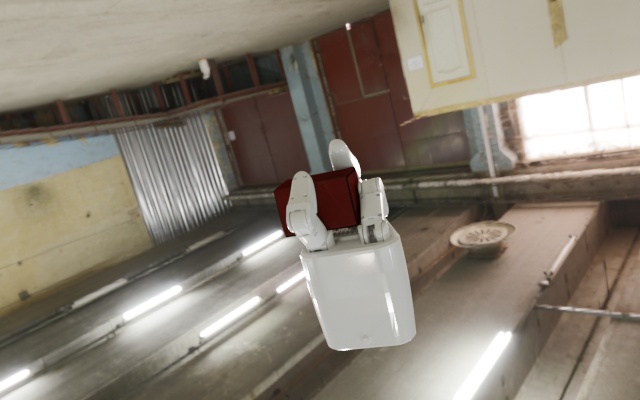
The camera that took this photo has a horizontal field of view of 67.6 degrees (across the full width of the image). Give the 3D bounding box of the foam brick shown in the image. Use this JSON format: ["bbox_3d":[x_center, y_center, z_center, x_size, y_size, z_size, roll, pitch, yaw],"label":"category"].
[{"bbox_3d":[0.000,0.002,0.484,0.078,0.051,0.053,-10,12,16],"label":"foam brick"}]
